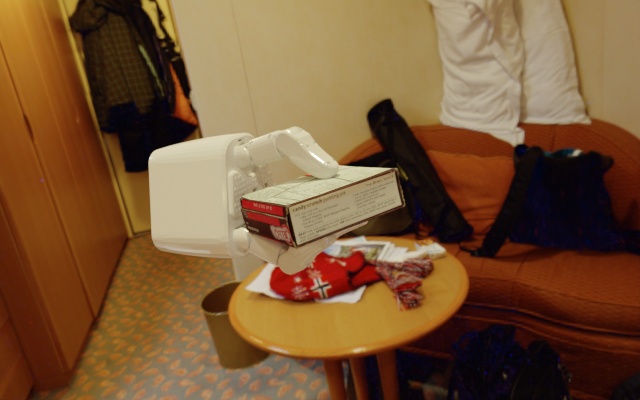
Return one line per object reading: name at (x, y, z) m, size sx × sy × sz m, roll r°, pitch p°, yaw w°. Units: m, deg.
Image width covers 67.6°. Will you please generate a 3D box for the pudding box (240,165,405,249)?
pudding box at (0.000, 0.001, 0.410) m, size 0.113 × 0.039 × 0.090 m, roll -21°, pitch 16°, yaw -28°
